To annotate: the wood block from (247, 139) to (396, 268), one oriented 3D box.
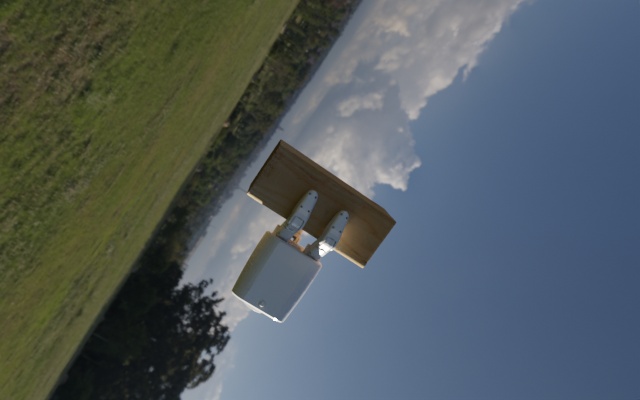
[{"bbox_3d":[0.000,0.003,0.735,0.206,0.090,0.091,34,7,-11],"label":"wood block"}]
